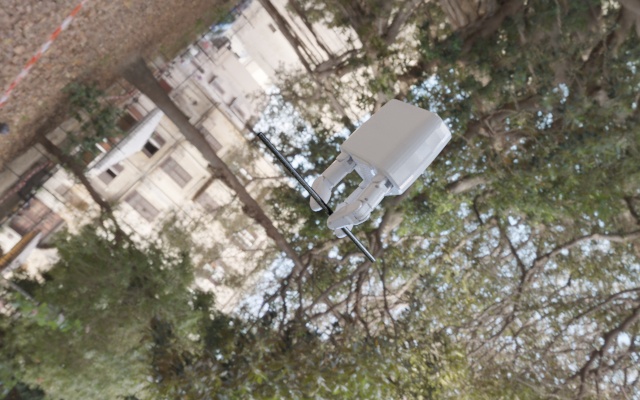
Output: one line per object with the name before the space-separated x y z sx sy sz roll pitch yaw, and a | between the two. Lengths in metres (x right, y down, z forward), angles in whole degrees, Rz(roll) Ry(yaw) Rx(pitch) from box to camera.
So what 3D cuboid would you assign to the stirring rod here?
stirring rod | 0.000 0.002 0.620 0.240 0.011 0.011 48 -24 -24
